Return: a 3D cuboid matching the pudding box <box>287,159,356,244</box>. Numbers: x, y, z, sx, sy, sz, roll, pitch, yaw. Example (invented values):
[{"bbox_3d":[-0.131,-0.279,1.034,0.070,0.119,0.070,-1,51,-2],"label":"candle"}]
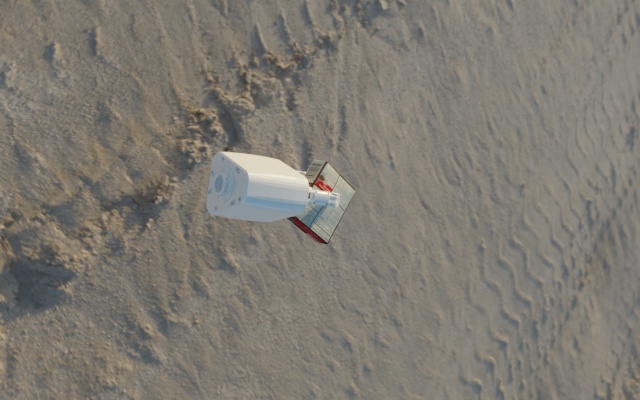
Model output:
[{"bbox_3d":[0.000,0.003,0.790,0.039,0.113,0.090,11,-25,49],"label":"pudding box"}]
